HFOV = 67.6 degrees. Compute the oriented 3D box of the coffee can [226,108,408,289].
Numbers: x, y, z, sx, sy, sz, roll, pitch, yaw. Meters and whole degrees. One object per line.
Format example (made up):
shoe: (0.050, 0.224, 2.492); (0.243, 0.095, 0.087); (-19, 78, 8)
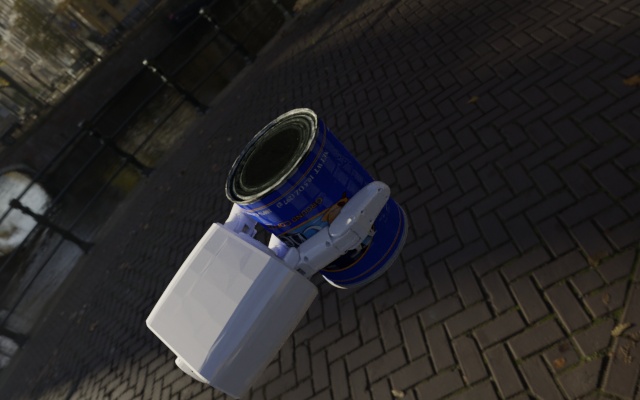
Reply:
coffee can: (0.000, 0.001, 0.436); (0.103, 0.102, 0.140); (0, -36, 49)
